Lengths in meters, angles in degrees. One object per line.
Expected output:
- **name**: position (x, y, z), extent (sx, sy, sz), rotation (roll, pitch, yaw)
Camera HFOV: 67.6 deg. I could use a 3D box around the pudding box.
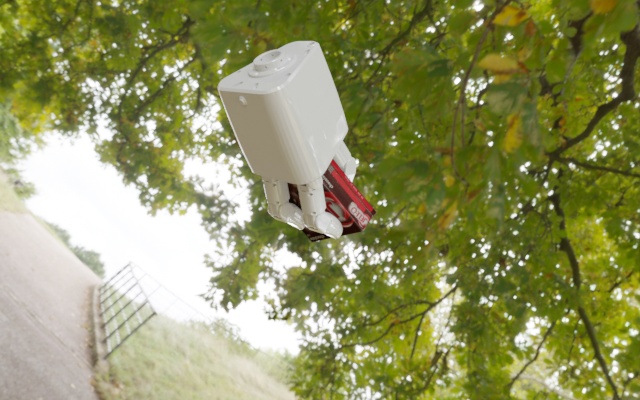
- **pudding box**: position (0.000, 0.002, 0.577), extent (0.039, 0.090, 0.113), rotation (-47, 15, -29)
